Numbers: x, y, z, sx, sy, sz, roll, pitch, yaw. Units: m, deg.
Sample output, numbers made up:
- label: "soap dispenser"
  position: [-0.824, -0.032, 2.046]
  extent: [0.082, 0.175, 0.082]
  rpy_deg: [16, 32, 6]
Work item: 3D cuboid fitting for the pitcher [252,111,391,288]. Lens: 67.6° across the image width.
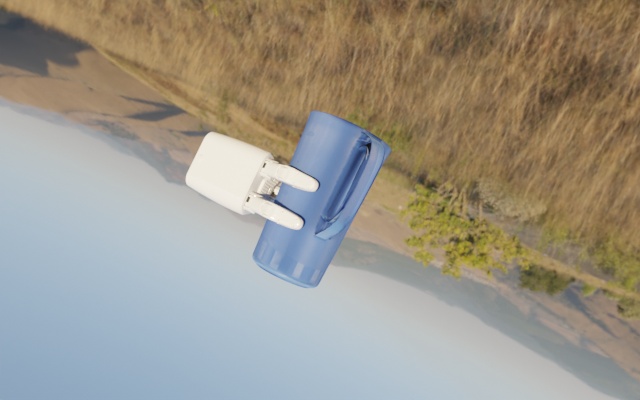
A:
- label: "pitcher"
  position: [0.000, 0.002, 0.699]
  extent: [0.145, 0.243, 0.149]
  rpy_deg: [24, -2, 18]
